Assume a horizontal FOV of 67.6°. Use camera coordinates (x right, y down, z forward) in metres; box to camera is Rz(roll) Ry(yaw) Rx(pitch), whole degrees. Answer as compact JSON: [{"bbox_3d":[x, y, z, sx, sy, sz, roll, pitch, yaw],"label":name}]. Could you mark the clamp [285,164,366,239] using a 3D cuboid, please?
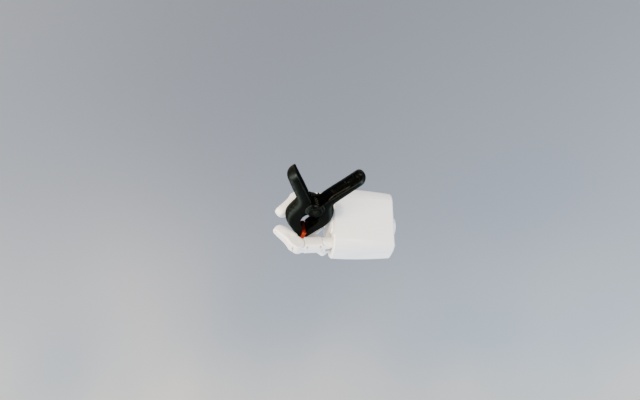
[{"bbox_3d":[0.000,0.003,0.754,0.120,0.039,0.172,3,-35,-9],"label":"clamp"}]
